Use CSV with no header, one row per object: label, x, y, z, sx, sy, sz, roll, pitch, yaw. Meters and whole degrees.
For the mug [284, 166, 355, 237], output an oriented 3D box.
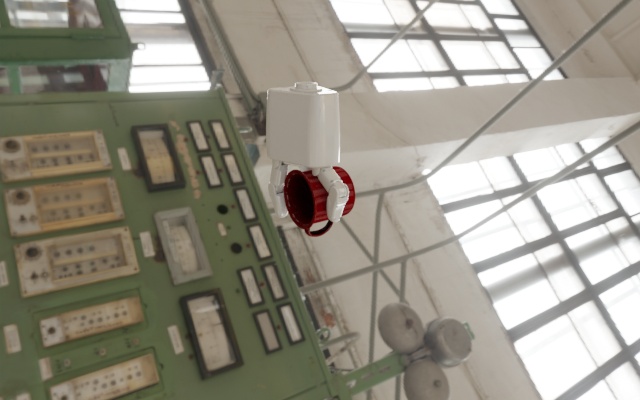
mug,0.000,0.004,0.752,0.081,0.117,0.093,-13,25,-32
